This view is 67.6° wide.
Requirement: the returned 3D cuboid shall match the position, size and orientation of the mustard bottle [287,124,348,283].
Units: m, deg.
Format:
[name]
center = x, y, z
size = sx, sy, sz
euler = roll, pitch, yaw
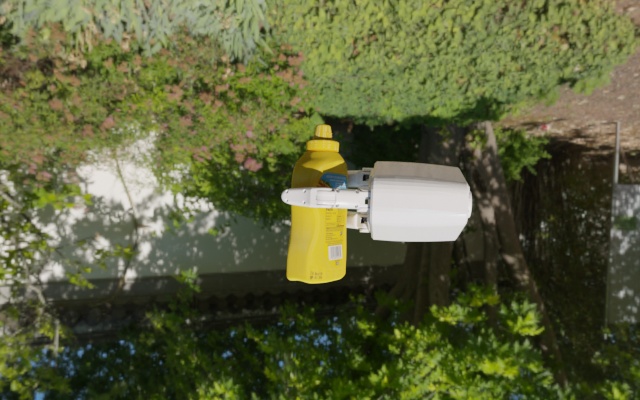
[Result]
[mustard bottle]
center = 0.000, 0.002, 0.595
size = 0.058, 0.191, 0.096
euler = 3, 0, 33
